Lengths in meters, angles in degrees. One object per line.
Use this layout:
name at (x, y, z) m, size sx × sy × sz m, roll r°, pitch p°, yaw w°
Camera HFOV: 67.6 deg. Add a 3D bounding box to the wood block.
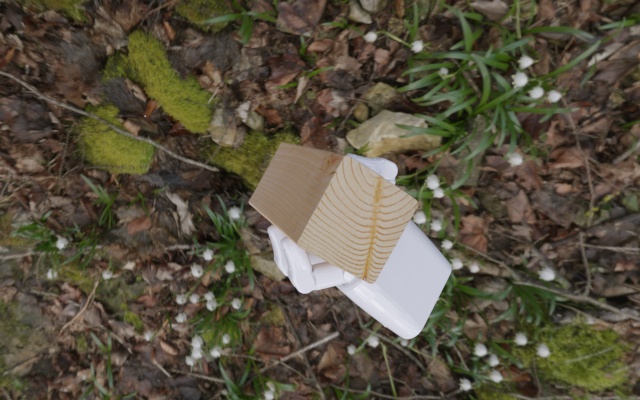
wood block at (0.001, 0.002, 0.515) m, size 0.090 × 0.091 × 0.206 m, roll 30°, pitch -2°, yaw -22°
